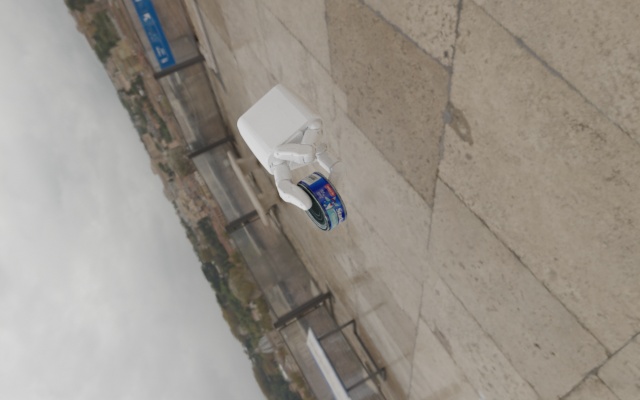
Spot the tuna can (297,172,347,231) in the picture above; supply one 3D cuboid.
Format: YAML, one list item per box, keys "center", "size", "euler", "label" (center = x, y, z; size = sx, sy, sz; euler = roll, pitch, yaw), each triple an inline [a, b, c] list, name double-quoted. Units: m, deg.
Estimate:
- center: [0.000, 0.003, 0.704]
  size: [0.033, 0.086, 0.086]
  euler: [-33, 11, -17]
  label: "tuna can"
